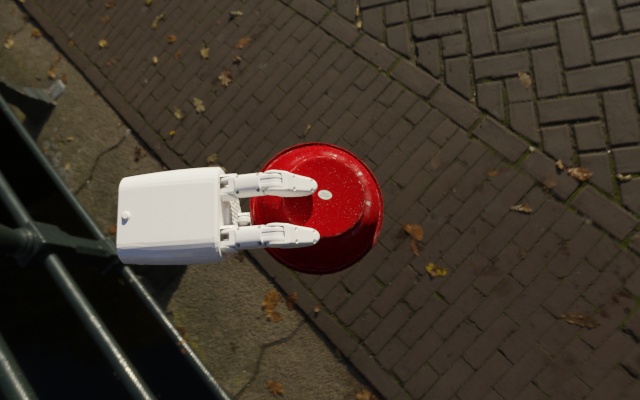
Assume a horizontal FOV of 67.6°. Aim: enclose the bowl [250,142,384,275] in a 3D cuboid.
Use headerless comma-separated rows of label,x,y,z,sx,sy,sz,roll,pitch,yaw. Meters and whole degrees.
bowl,0.001,0.001,0.544,0.162,0.162,0.055,0,-13,-8
